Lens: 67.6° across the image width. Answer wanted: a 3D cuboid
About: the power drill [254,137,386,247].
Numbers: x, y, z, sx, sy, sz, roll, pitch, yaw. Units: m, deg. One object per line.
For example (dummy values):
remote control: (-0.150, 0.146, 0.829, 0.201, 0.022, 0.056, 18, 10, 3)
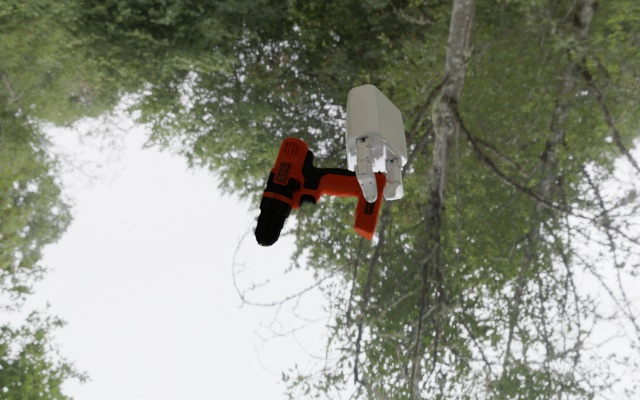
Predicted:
power drill: (0.001, 0.002, 0.756, 0.187, 0.184, 0.057, 15, -11, 7)
